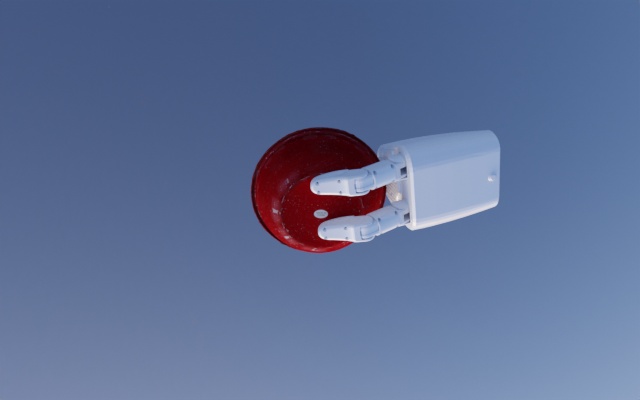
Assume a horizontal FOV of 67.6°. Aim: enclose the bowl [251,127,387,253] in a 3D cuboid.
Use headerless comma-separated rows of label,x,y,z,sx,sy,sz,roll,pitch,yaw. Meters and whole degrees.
bowl,-0.001,0.002,0.542,0.162,0.162,0.055,0,25,-4
